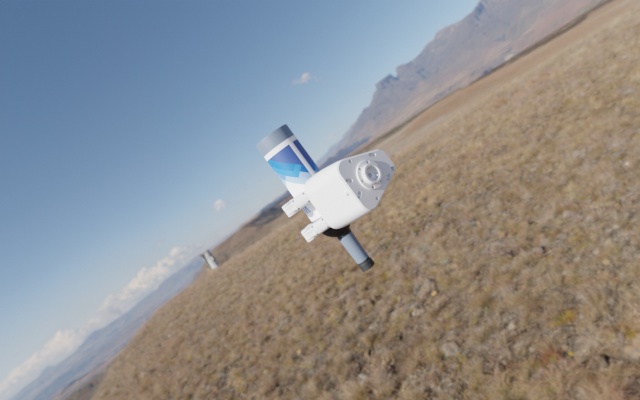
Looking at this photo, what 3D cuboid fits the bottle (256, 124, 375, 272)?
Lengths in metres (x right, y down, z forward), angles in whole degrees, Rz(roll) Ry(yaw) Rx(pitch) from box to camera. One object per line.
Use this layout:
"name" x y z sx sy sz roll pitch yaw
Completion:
"bottle" 0.000 0.003 0.853 0.069 0.296 0.069 -36 4 3
